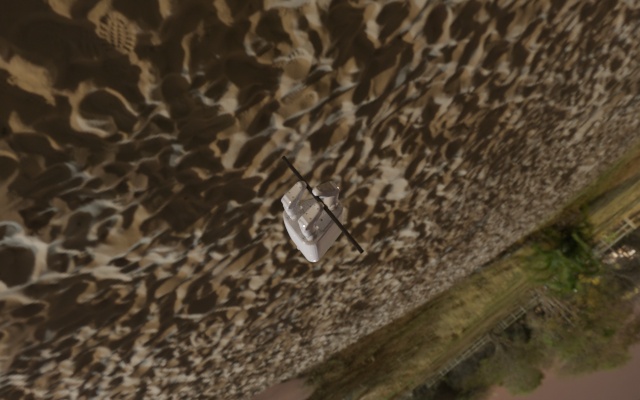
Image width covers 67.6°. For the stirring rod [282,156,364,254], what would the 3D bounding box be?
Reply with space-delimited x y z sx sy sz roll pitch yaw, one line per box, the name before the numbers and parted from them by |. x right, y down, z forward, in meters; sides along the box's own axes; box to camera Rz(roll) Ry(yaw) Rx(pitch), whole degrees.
stirring rod | 0.000 0.003 0.853 0.011 0.239 0.011 -32 -25 -17
